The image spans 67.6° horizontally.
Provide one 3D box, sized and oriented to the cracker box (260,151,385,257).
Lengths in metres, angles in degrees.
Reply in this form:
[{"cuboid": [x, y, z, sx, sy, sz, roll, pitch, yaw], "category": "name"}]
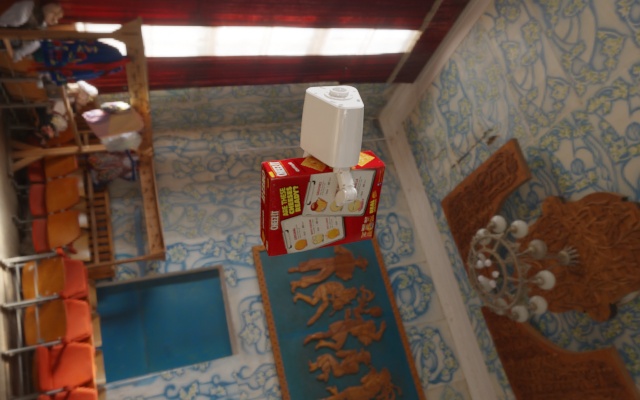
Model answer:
[{"cuboid": [0.000, 0.003, 0.872, 0.213, 0.164, 0.072, -8, 34, -20], "category": "cracker box"}]
